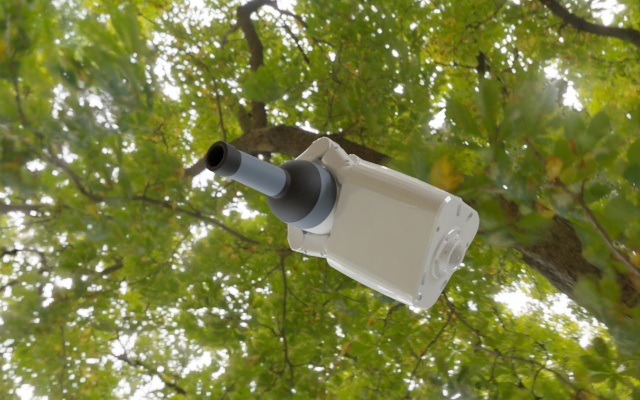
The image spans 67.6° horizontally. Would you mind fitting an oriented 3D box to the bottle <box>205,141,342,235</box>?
[{"bbox_3d":[0.000,0.002,0.504,0.069,0.069,0.296,0,-15,37],"label":"bottle"}]
